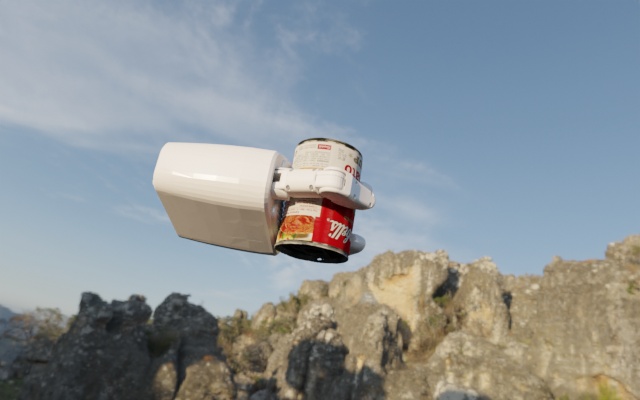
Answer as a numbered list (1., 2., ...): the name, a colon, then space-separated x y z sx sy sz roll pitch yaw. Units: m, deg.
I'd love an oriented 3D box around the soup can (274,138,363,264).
1. soup can: 0.001 0.001 0.447 0.068 0.102 0.068 9 -19 3
